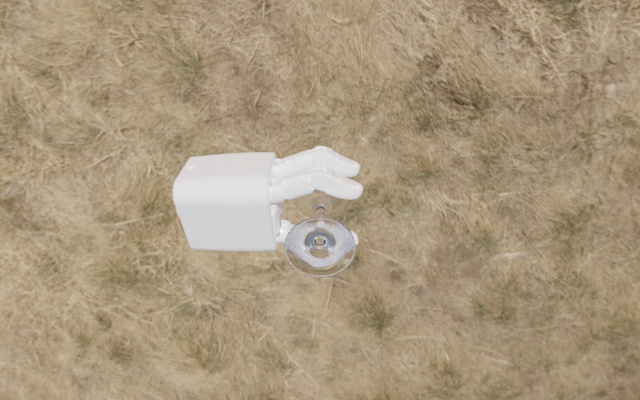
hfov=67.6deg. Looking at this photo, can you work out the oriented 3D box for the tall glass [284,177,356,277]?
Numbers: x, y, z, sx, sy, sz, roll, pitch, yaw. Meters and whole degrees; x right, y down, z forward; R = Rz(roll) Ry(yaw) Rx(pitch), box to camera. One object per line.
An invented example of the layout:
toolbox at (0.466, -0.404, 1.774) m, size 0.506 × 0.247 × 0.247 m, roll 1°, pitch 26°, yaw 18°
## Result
tall glass at (0.000, 0.002, 0.581) m, size 0.079 × 0.079 × 0.201 m, roll 0°, pitch 29°, yaw 1°
